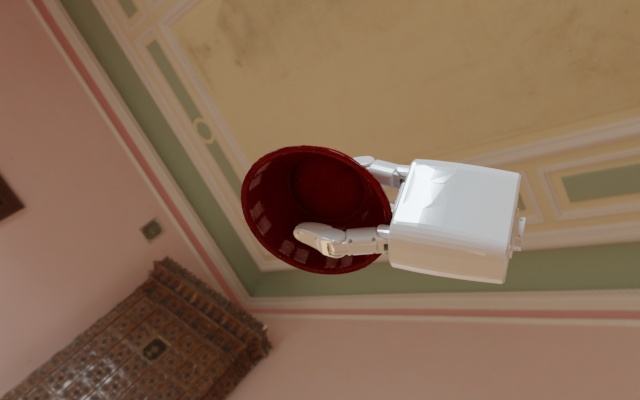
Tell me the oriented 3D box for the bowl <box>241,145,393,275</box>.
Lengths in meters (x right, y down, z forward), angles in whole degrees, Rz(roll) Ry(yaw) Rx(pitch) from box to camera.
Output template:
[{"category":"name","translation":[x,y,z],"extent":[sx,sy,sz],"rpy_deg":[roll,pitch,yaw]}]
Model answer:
[{"category":"bowl","translation":[-0.001,0.001,0.508],"extent":[0.162,0.162,0.055],"rpy_deg":[0,34,18]}]
